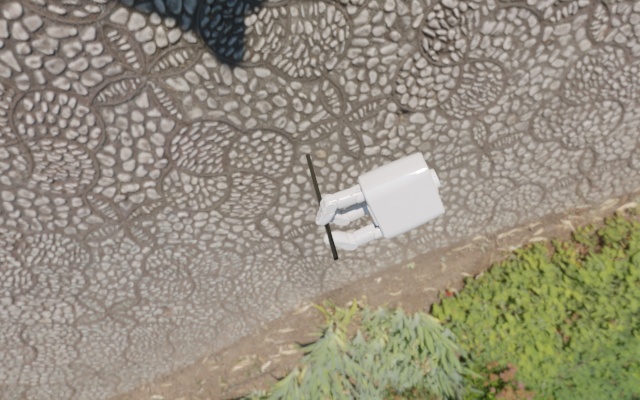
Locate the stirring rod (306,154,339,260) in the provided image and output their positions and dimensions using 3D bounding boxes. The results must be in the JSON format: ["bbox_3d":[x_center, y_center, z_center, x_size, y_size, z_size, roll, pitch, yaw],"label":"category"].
[{"bbox_3d":[0.000,0.003,0.815,0.011,0.239,0.011,-9,-42,-8],"label":"stirring rod"}]
